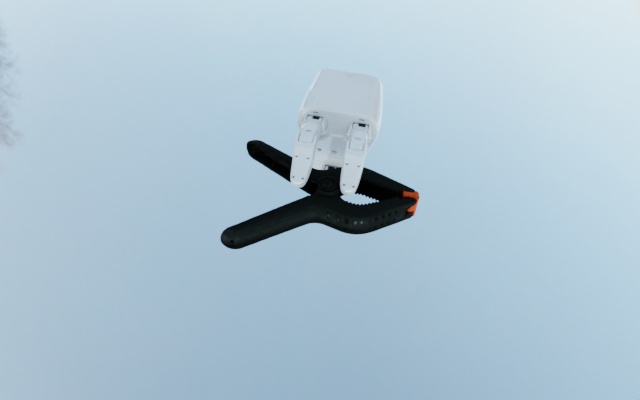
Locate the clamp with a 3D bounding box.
[{"bbox_3d":[0.001,0.002,0.521,0.210,0.036,0.164,10,45,5],"label":"clamp"}]
